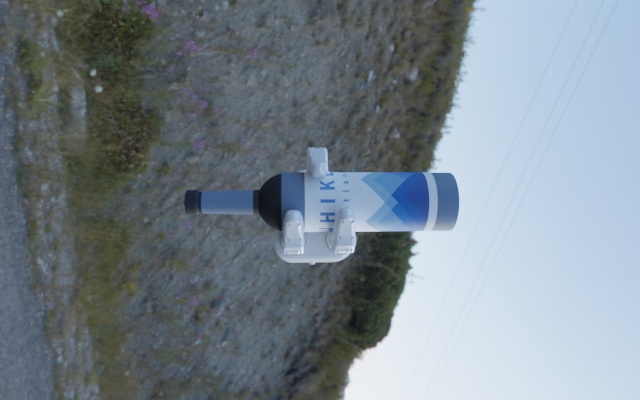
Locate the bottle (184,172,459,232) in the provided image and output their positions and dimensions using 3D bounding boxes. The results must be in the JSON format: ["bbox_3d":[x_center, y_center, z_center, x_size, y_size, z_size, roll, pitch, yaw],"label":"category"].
[{"bbox_3d":[0.000,0.002,0.534,0.296,0.069,0.069,0,0,-4],"label":"bottle"}]
